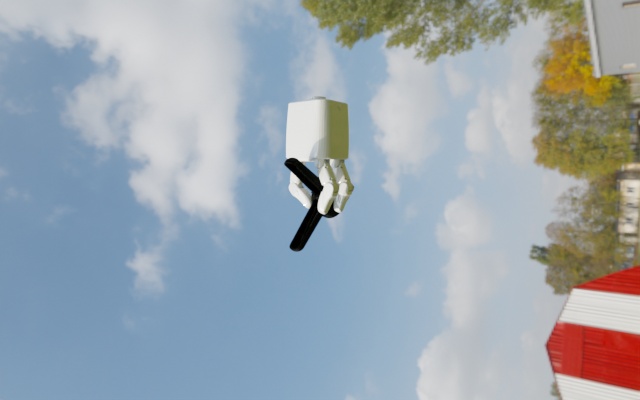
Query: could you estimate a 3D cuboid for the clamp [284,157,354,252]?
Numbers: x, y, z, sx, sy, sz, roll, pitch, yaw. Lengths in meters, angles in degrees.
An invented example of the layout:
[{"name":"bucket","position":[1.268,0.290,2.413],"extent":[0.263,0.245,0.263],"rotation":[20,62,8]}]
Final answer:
[{"name":"clamp","position":[0.000,0.003,0.895],"extent":[0.036,0.164,0.210],"rotation":[5,7,32]}]
